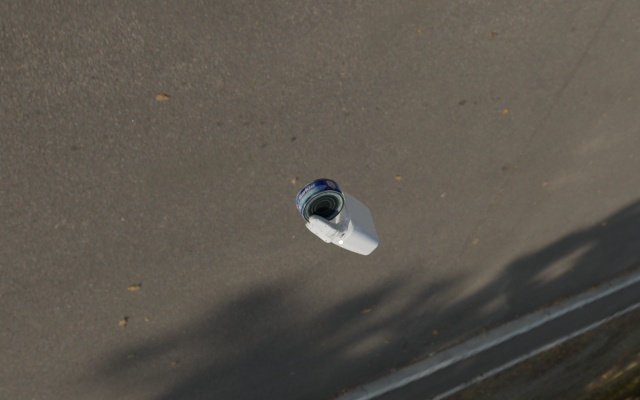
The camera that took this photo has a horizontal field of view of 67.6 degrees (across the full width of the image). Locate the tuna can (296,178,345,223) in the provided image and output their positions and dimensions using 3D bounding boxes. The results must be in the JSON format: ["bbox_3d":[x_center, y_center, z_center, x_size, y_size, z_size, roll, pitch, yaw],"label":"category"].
[{"bbox_3d":[0.000,0.003,0.873,0.086,0.086,0.033,0,41,-28],"label":"tuna can"}]
